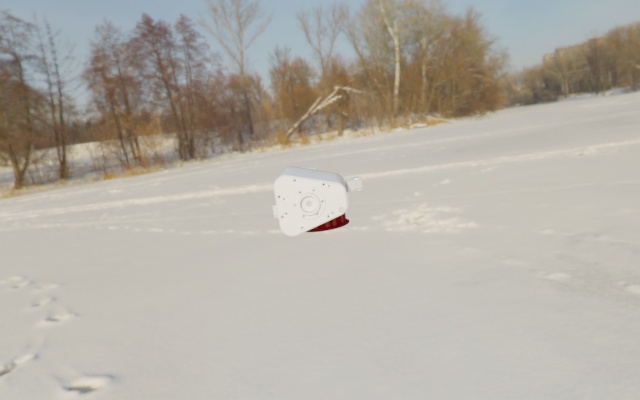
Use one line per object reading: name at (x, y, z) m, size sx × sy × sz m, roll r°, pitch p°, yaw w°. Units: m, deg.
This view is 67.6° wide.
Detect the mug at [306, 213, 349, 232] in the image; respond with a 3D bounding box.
mug at (0.000, 0.002, 0.854) m, size 0.093 × 0.081 × 0.117 m, roll -8°, pitch 9°, yaw 5°
